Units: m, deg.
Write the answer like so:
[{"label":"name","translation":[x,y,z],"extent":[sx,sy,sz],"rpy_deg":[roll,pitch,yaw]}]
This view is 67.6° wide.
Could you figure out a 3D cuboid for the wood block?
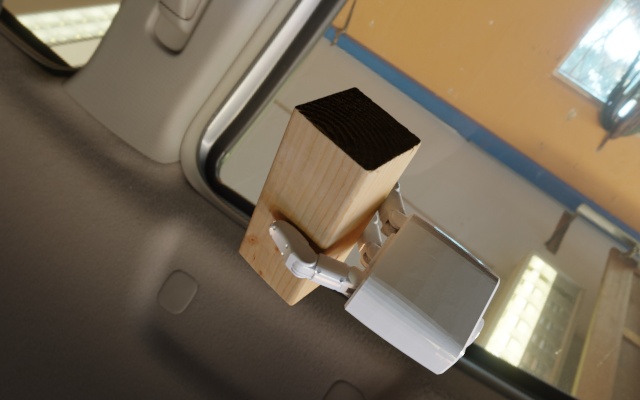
[{"label":"wood block","translation":[0.000,0.002,0.484],"extent":[0.090,0.206,0.090],"rpy_deg":[43,44,17]}]
